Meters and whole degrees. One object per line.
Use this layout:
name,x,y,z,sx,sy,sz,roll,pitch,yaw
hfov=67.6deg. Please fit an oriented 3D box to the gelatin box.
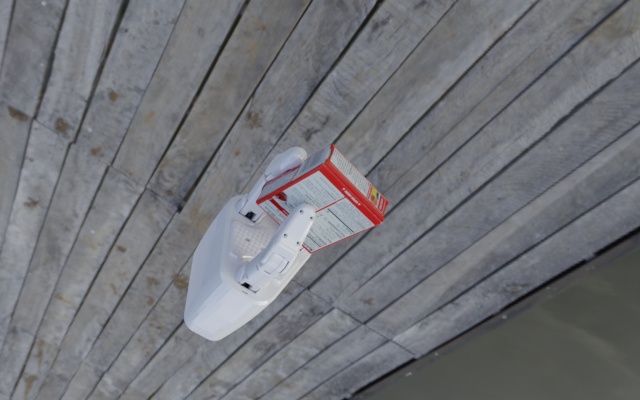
gelatin box,0.000,0.002,0.405,0.089,0.030,0.073,-27,-61,39
